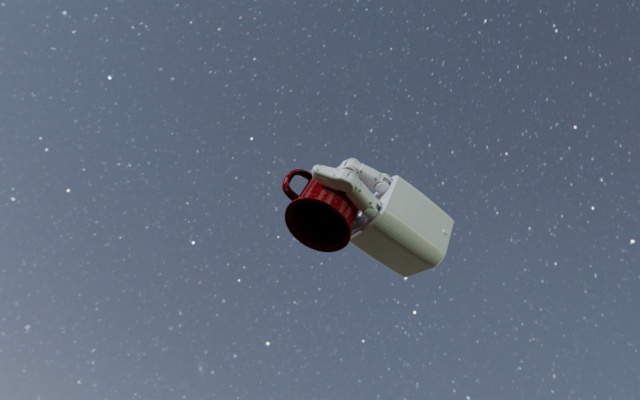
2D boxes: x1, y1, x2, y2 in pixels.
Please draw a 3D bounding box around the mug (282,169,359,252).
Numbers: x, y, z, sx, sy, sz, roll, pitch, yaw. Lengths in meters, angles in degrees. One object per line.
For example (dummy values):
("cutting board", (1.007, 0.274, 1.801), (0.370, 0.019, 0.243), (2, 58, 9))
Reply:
("mug", (-0.001, 0.001, 0.647), (0.117, 0.081, 0.093), (37, -46, -7))
